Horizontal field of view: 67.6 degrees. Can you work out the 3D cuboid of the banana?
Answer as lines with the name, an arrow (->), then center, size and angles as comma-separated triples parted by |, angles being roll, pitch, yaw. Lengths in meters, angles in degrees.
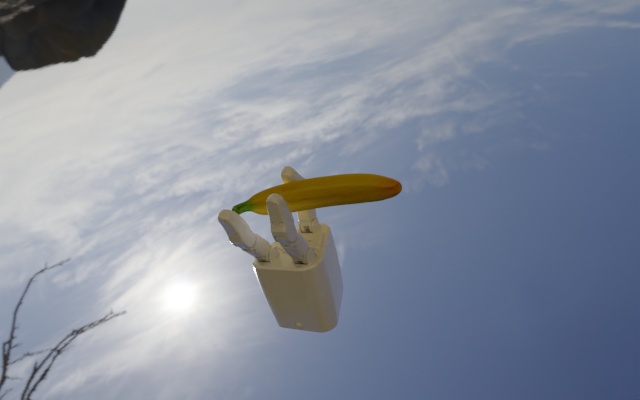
banana -> -0.002, -0.005, 0.574 | 0.198, 0.037, 0.069 | -10, 21, 9
